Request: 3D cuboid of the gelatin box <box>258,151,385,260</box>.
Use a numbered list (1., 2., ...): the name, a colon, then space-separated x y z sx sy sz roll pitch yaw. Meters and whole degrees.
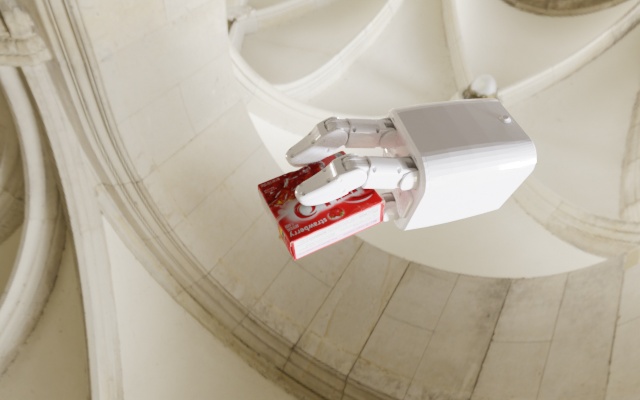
1. gelatin box: 0.000 0.002 0.415 0.089 0.073 0.030 -23 -39 -14
